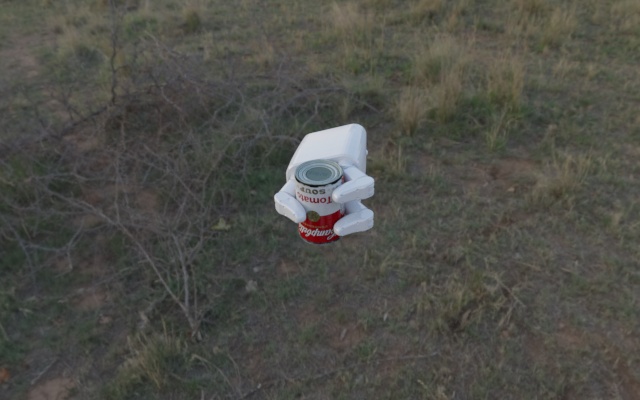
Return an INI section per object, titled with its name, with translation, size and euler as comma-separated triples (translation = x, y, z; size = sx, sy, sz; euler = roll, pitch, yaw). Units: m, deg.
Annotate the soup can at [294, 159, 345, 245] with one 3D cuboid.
[soup can]
translation = 0.000, 0.002, 0.666
size = 0.068, 0.102, 0.068
euler = -2, 36, 1
